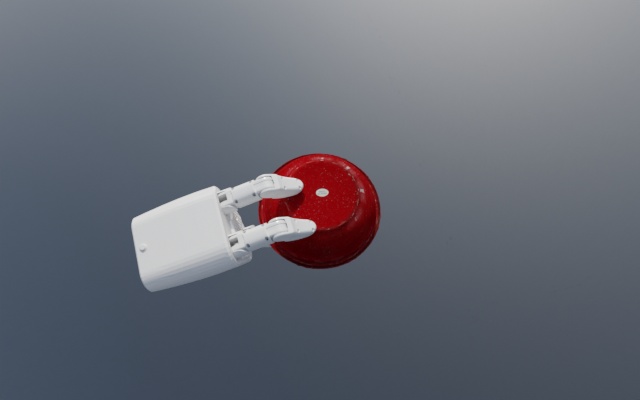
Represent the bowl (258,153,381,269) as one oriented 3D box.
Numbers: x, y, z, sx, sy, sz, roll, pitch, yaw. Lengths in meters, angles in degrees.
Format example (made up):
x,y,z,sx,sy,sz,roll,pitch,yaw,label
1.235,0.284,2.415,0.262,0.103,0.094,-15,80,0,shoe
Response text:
x,y,z,sx,sy,sz,roll,pitch,yaw,label
0.001,0.001,0.604,0.162,0.162,0.055,0,-21,-3,bowl
